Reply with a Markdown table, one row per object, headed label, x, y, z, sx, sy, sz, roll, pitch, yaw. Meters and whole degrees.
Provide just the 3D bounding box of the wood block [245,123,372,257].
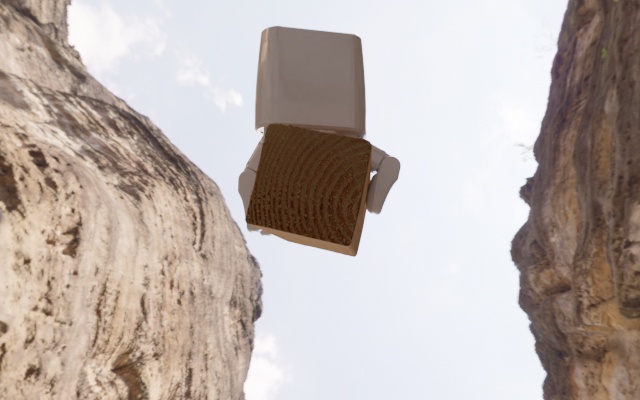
| label | x | y | z | sx | sy | sz | roll | pitch | yaw |
| --- | --- | --- | --- | --- | --- | --- | --- | --- | --- |
| wood block | 0.000 | 0.001 | 0.487 | 0.091 | 0.090 | 0.206 | 11 | -8 | 8 |
